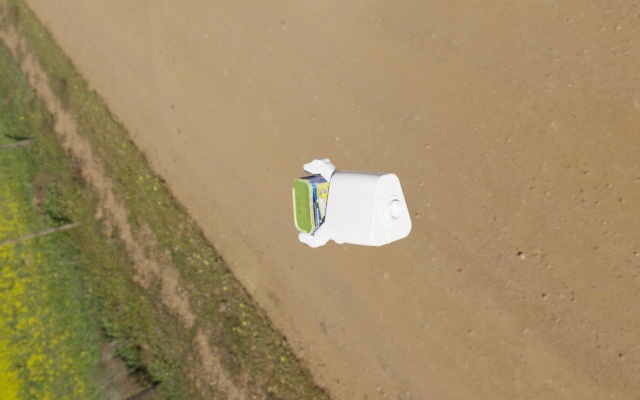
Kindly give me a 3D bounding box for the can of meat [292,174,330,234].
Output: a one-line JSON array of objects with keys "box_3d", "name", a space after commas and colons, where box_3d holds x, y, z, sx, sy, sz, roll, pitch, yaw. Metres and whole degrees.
[{"box_3d": [0.000, 0.003, 0.840, 0.084, 0.102, 0.057, -13, 15, -38], "name": "can of meat"}]
